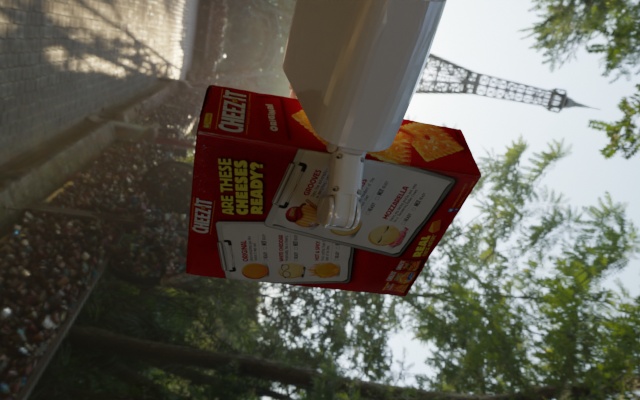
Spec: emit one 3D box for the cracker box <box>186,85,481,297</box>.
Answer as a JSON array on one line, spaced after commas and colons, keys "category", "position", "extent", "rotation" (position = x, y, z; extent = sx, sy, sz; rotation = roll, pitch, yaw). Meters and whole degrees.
[{"category": "cracker box", "position": [0.000, 0.002, 0.415], "extent": [0.214, 0.164, 0.072], "rotation": [8, 43, -11]}]
